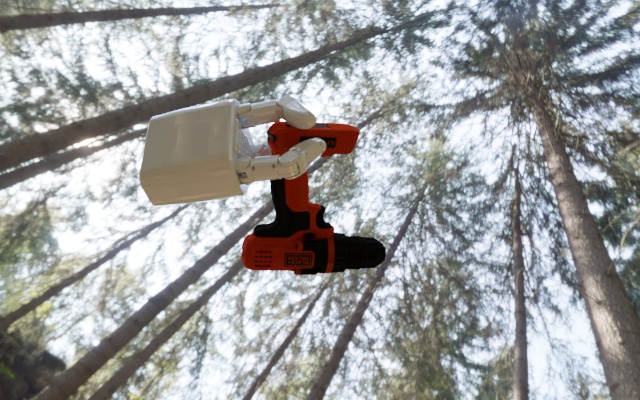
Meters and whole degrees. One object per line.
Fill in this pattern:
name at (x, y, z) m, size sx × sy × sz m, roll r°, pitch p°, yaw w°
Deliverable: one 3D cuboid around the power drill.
power drill at (0.000, 0.001, 0.579) m, size 0.184 × 0.188 × 0.057 m, roll 1°, pitch 17°, yaw -14°
